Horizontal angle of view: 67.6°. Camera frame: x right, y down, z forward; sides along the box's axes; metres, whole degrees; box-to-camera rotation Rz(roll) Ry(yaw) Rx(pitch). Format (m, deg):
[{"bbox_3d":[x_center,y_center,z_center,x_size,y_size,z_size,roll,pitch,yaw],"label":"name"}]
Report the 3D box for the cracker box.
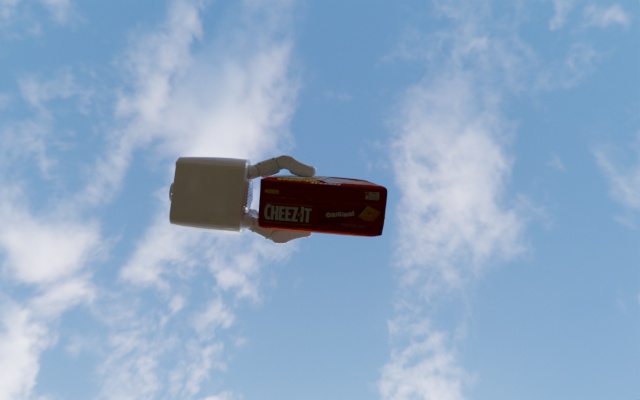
[{"bbox_3d":[0.000,0.002,0.710,0.164,0.072,0.213,4,5,-1],"label":"cracker box"}]
